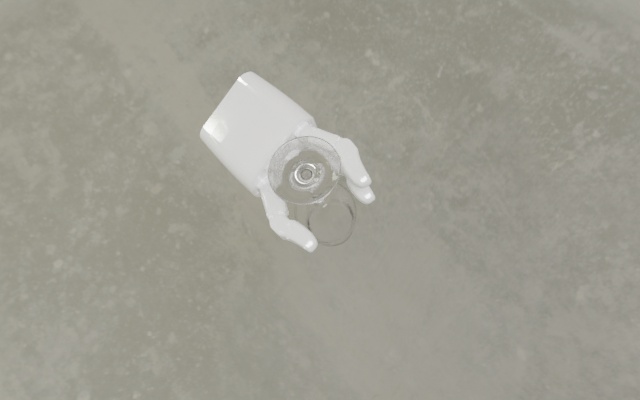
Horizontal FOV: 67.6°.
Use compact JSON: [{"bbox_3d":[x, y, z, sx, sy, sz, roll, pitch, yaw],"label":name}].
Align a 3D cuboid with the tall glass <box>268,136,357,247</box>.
[{"bbox_3d":[0.000,0.002,0.564,0.079,0.079,0.201,0,-19,10],"label":"tall glass"}]
